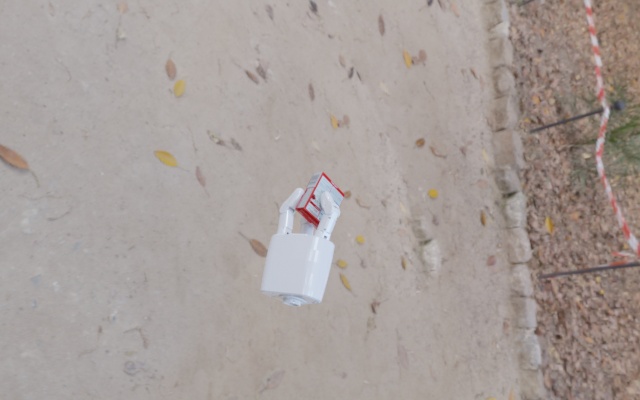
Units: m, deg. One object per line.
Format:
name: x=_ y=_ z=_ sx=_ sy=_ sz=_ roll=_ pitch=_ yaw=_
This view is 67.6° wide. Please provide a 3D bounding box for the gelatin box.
gelatin box: x=0.001 y=0.003 z=0.896 sx=0.030 sy=0.089 sz=0.073 roll=-5 pitch=-40 yaw=46
